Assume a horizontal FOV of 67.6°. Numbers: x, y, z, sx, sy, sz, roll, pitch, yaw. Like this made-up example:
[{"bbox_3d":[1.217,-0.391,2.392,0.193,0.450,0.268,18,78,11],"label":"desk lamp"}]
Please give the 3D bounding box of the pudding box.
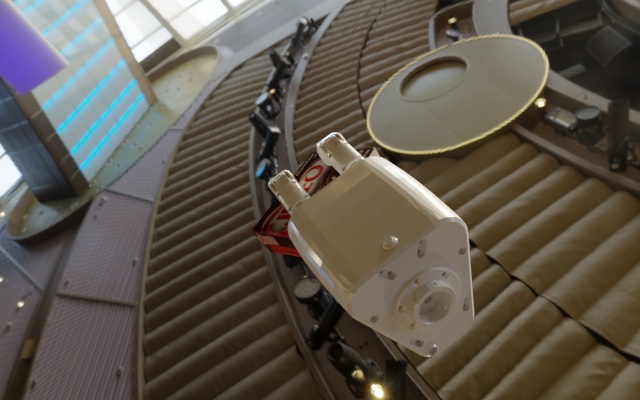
[{"bbox_3d":[0.000,0.002,0.451,0.090,0.113,0.039,3,-43,48],"label":"pudding box"}]
